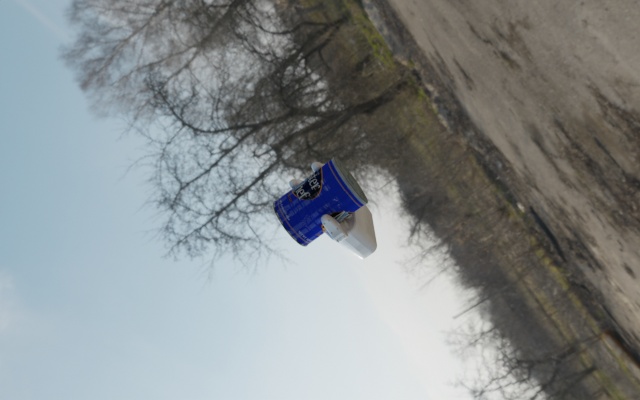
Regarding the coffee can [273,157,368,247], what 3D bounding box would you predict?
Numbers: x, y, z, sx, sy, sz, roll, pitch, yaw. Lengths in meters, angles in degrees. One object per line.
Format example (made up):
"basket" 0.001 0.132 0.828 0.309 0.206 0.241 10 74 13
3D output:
"coffee can" 0.000 0.003 0.866 0.140 0.103 0.103 -36 -8 11
